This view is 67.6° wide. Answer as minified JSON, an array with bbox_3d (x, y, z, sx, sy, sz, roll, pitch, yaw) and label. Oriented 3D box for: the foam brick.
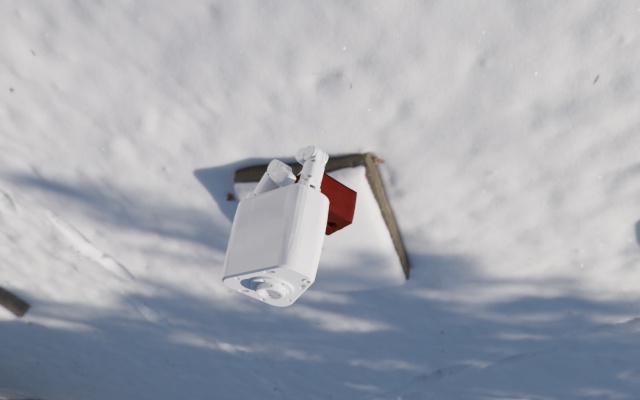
[{"bbox_3d":[0.000,0.002,0.616,0.078,0.051,0.053,29,-39,-27],"label":"foam brick"}]
